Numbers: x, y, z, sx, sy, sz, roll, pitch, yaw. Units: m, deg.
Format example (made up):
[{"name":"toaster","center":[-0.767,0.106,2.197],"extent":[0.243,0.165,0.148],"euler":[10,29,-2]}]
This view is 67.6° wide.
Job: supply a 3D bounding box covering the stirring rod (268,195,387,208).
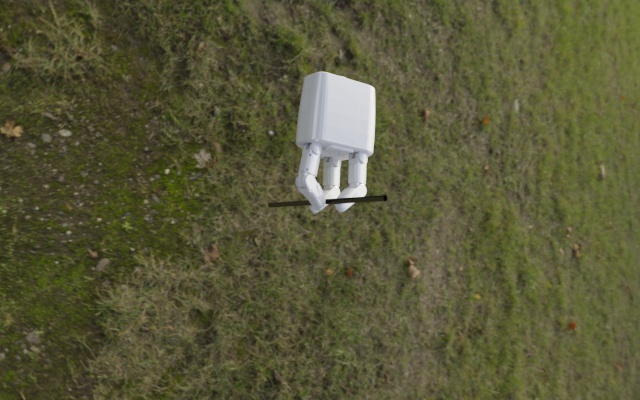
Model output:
[{"name":"stirring rod","center":[0.000,0.002,0.705],"extent":[0.011,0.011,0.239],"euler":[0,-3,-45]}]
